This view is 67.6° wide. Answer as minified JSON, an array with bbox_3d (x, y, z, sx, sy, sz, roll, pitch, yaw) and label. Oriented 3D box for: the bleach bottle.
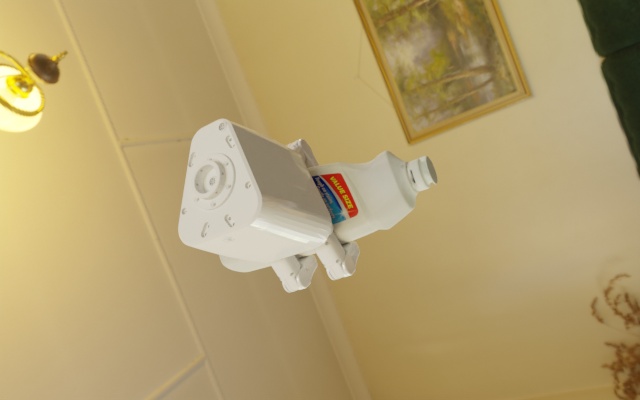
[{"bbox_3d":[0.000,0.002,0.516,0.251,0.102,0.068,-20,-23,26],"label":"bleach bottle"}]
